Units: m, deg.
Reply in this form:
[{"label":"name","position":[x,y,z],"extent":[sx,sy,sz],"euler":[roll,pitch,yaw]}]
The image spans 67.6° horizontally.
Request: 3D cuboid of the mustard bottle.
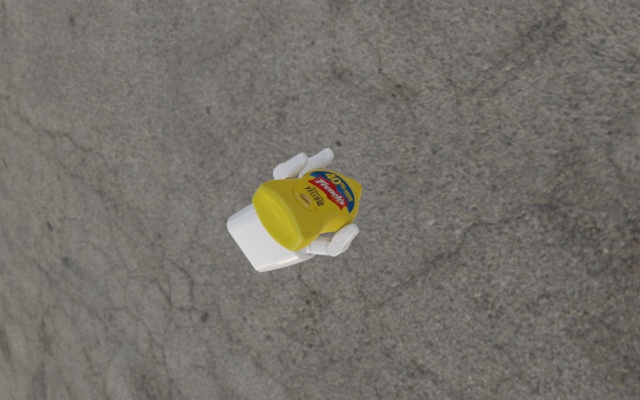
[{"label":"mustard bottle","position":[0.000,0.002,0.675],"extent":[0.191,0.096,0.058],"euler":[-20,-26,-50]}]
